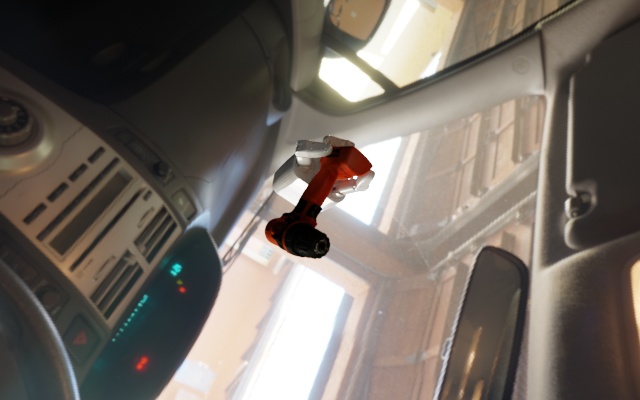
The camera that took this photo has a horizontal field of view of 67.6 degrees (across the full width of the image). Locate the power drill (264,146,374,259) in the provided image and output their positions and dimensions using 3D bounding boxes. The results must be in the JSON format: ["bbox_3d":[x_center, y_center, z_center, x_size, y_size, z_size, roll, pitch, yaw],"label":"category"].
[{"bbox_3d":[0.000,0.002,0.737,0.057,0.187,0.184,43,-15,-24],"label":"power drill"}]
